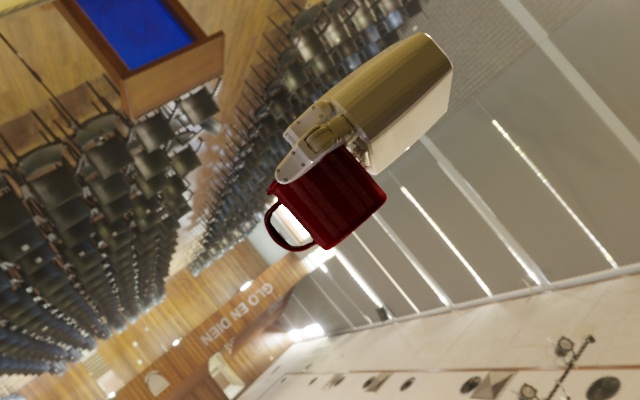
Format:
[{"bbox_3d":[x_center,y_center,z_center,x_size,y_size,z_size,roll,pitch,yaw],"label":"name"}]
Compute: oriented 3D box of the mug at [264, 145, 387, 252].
[{"bbox_3d":[-0.001,0.003,0.458,0.117,0.081,0.093,-41,-3,-3],"label":"mug"}]
